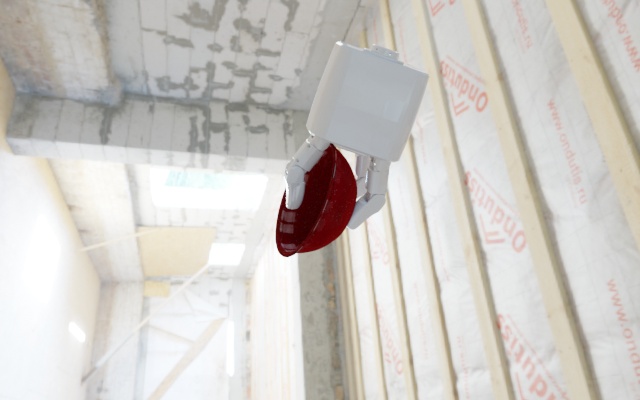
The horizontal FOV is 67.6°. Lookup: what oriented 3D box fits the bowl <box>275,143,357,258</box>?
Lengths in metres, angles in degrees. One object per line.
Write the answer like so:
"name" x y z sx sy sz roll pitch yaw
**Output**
"bowl" 0.000 0.003 0.610 0.055 0.162 0.162 21 -8 -22
